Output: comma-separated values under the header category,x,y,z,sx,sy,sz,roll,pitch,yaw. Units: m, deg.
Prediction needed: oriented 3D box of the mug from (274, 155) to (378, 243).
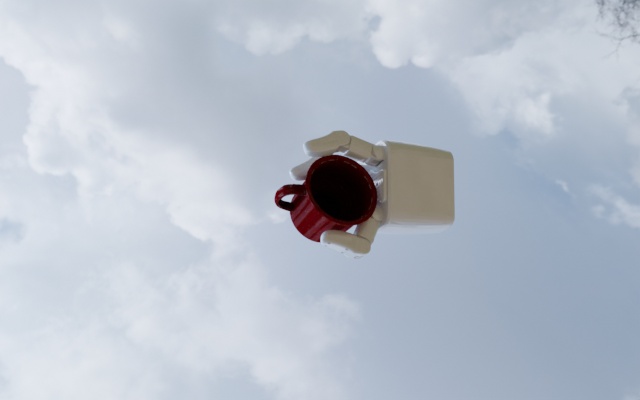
category,x,y,z,sx,sy,sz,roll,pitch,yaw
mug,-0.001,0.002,0.590,0.117,0.093,0.081,4,-26,-23
